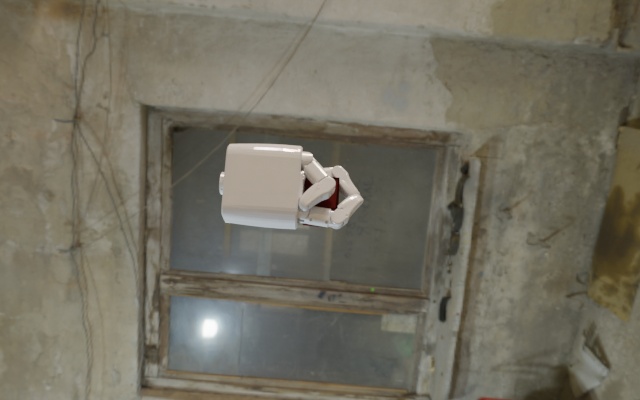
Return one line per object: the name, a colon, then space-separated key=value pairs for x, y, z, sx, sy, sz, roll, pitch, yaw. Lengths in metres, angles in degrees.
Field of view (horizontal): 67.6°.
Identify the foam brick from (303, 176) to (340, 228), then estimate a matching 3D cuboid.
foam brick: x=0.000 y=0.003 z=0.720 sx=0.051 sy=0.053 sz=0.078 roll=3 pitch=-24 yaw=-1
